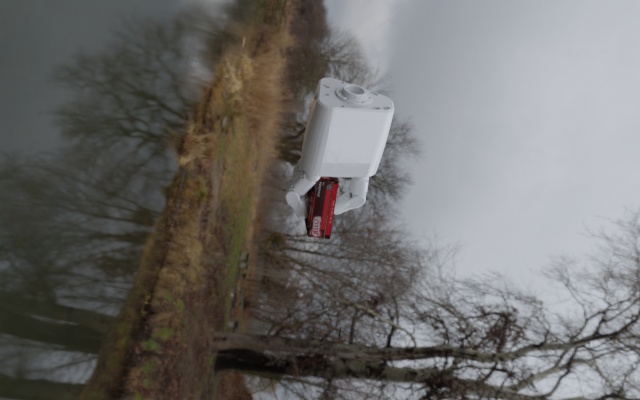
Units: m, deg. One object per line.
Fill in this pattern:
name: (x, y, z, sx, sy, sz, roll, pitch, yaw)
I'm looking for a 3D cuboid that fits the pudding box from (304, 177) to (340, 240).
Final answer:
pudding box: (0.000, 0.002, 0.736, 0.039, 0.090, 0.113, 9, 10, -4)
